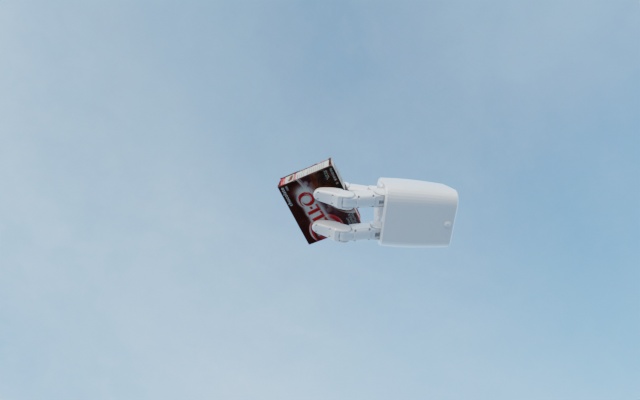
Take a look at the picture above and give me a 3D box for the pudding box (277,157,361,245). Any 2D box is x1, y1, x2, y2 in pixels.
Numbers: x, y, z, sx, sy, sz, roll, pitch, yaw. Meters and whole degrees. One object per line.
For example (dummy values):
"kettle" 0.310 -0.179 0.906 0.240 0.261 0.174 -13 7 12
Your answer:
"pudding box" 0.000 0.002 0.725 0.090 0.113 0.039 -22 22 12
